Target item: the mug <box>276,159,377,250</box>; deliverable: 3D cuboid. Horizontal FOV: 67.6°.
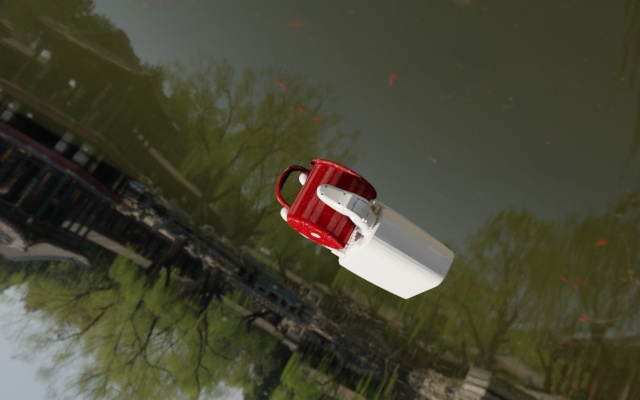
[{"bbox_3d":[-0.001,0.001,0.586,0.117,0.081,0.093,30,-14,-4],"label":"mug"}]
